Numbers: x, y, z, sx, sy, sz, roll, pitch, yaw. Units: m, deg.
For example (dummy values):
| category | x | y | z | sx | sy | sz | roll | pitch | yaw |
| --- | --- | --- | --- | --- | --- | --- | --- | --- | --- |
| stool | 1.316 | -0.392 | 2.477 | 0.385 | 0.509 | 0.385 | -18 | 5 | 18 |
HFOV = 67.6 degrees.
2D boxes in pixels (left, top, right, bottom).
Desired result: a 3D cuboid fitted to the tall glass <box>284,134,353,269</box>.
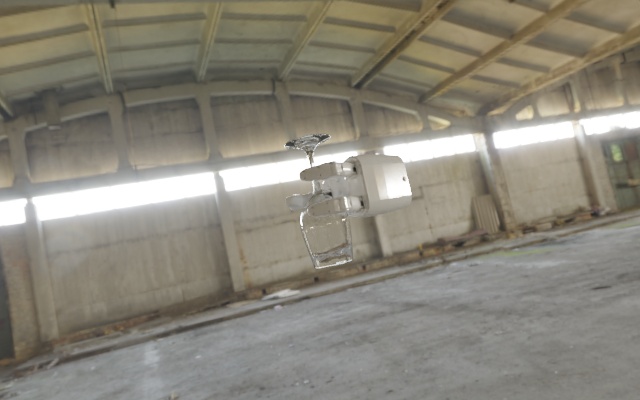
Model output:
| category | x | y | z | sx | sy | sz | roll | pitch | yaw |
| --- | --- | --- | --- | --- | --- | --- | --- | --- | --- |
| tall glass | 0.000 | 0.002 | 0.749 | 0.079 | 0.201 | 0.079 | -12 | -5 | -1 |
